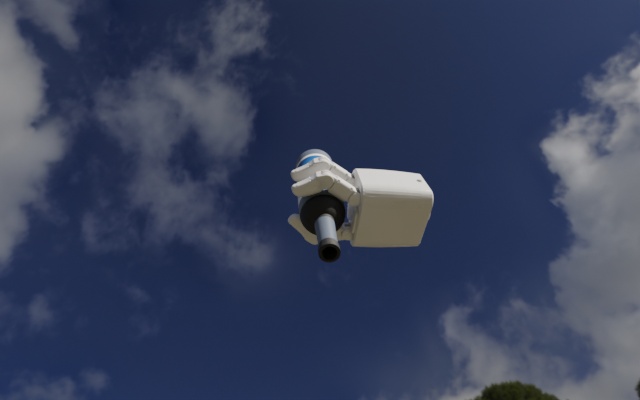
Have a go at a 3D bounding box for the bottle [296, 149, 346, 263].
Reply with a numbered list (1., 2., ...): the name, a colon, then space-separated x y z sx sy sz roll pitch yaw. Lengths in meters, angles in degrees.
1. bottle: 0.000 0.002 0.714 0.069 0.069 0.295 0 25 -5
